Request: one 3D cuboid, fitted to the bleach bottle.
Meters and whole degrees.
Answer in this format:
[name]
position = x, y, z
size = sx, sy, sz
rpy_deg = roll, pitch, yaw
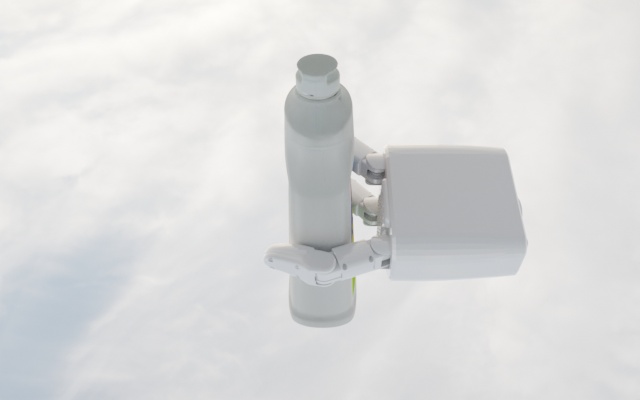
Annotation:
[bleach bottle]
position = 0.000, 0.001, 0.405
size = 0.068, 0.102, 0.251
rpy_deg = -1, -44, 1
